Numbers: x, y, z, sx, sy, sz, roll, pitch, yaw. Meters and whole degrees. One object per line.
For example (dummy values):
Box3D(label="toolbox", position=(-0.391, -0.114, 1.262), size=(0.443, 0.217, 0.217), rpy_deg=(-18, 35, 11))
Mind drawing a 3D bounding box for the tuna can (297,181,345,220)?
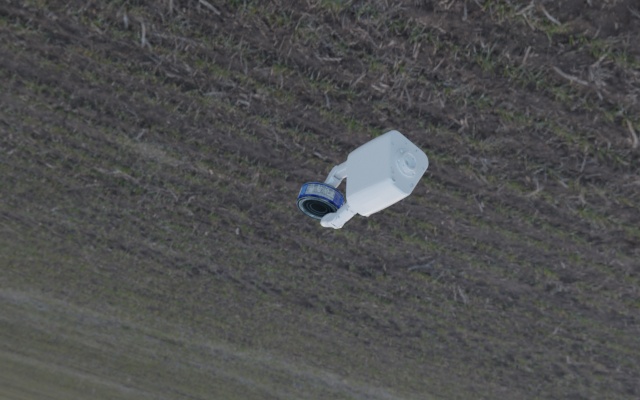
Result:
Box3D(label="tuna can", position=(0.000, 0.003, 0.877), size=(0.086, 0.033, 0.086), rpy_deg=(14, -29, 8))
